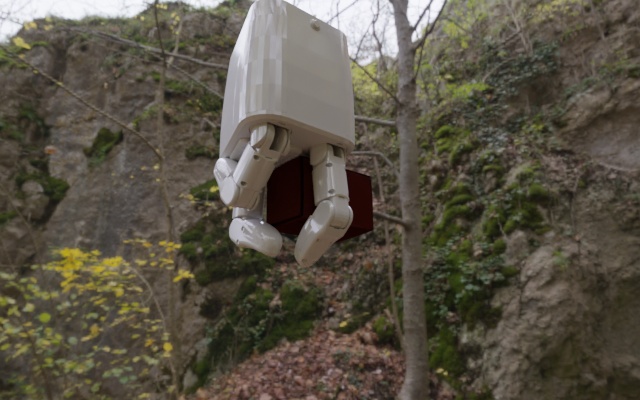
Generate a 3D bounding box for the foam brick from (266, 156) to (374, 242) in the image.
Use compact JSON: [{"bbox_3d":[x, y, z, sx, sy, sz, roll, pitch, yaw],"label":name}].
[{"bbox_3d":[0.000,0.001,0.407,0.078,0.051,0.053,14,-23,-37],"label":"foam brick"}]
